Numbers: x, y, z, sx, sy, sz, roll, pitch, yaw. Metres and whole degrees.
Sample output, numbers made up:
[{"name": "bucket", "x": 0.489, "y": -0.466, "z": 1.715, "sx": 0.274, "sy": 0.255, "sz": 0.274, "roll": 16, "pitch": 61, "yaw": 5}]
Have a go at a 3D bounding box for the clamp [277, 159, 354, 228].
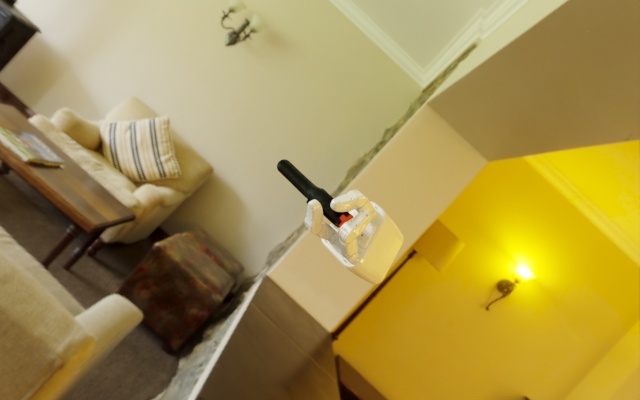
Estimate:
[{"name": "clamp", "x": 0.001, "y": 0.002, "z": 0.806, "sx": 0.171, "sy": 0.039, "sz": 0.120, "roll": 43, "pitch": 1, "yaw": 39}]
